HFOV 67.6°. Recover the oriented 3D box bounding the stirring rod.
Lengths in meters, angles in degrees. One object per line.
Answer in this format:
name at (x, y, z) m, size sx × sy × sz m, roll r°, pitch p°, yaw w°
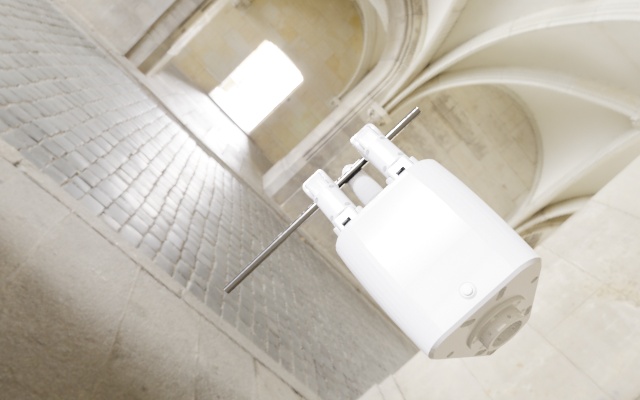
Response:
stirring rod at (0.000, 0.002, 0.435) m, size 0.239 × 0.011 × 0.011 m, roll -43°, pitch -4°, yaw 4°
